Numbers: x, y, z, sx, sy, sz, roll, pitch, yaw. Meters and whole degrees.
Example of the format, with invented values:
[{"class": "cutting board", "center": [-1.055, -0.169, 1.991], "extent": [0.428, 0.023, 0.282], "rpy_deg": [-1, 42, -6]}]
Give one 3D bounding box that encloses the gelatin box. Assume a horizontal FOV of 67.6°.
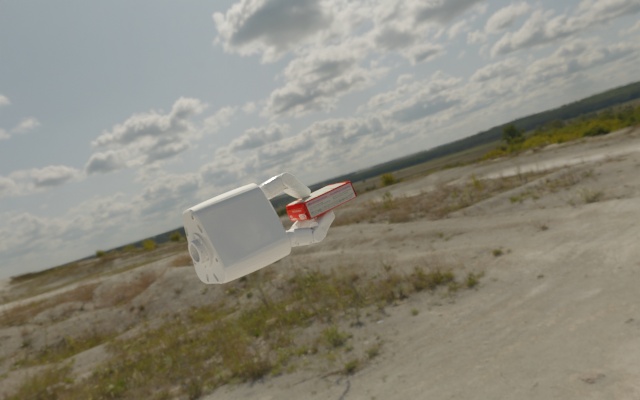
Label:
[{"class": "gelatin box", "center": [0.000, 0.002, 0.732], "extent": [0.089, 0.030, 0.073], "rpy_deg": [-26, 7, -24]}]
